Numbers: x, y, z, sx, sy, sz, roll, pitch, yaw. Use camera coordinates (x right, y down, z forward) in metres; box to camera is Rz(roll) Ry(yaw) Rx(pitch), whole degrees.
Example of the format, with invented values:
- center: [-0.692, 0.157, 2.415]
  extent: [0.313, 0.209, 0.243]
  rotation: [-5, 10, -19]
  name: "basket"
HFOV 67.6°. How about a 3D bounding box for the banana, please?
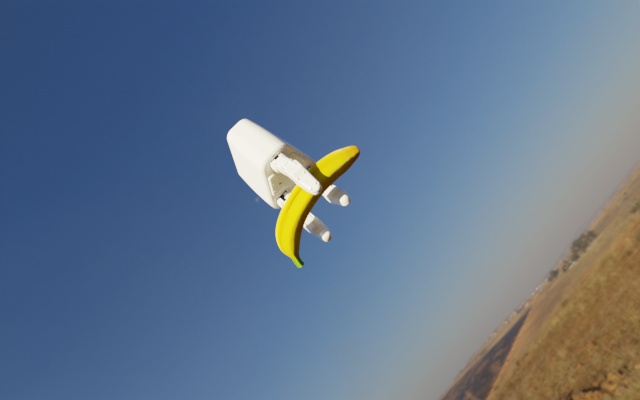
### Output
- center: [-0.014, 0.001, 0.683]
  extent: [0.070, 0.198, 0.037]
  rotation: [19, 13, -43]
  name: "banana"
